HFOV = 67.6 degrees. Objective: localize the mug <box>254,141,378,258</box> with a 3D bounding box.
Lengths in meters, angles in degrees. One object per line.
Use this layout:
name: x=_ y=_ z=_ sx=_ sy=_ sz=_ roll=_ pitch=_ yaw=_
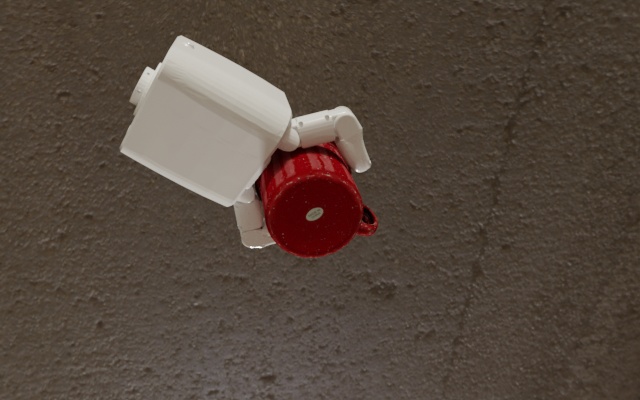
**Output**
mug: x=0.001 y=0.002 z=0.423 sx=0.117 sy=0.093 sz=0.081 roll=26 pitch=19 yaw=-21
